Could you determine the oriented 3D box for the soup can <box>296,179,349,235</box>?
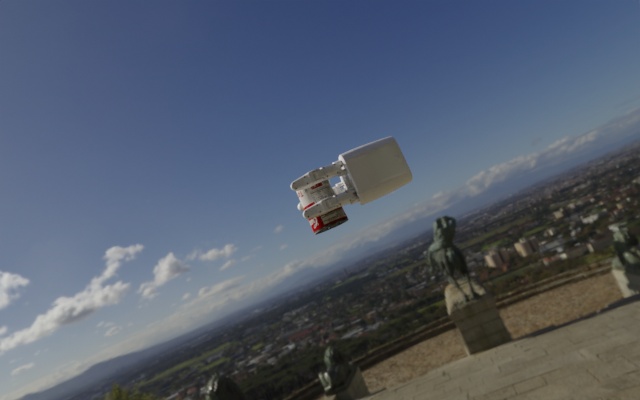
[{"bbox_3d":[0.000,0.003,0.876,0.068,0.102,0.068,-23,-7,-3],"label":"soup can"}]
